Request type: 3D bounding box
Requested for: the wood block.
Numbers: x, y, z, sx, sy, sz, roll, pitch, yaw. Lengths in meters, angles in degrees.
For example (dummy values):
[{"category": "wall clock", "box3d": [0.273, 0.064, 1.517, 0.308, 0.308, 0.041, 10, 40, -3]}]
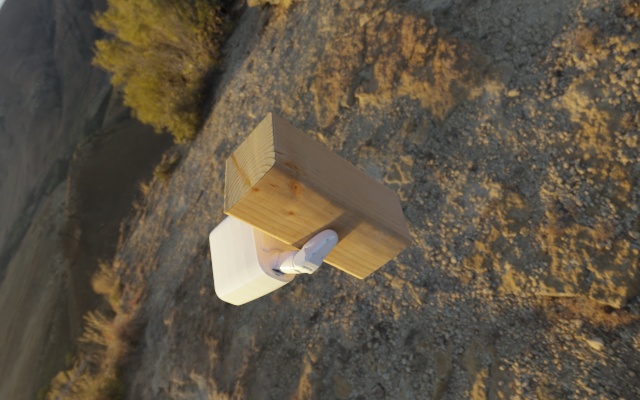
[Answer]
[{"category": "wood block", "box3d": [0.000, 0.002, 0.558, 0.206, 0.090, 0.090, 29, -56, -32]}]
